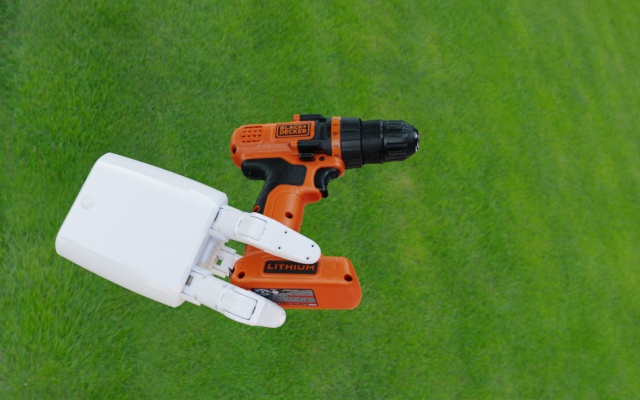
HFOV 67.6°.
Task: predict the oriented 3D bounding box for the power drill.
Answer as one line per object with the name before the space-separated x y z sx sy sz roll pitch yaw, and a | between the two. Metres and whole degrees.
power drill | 0.000 0.002 0.431 0.184 0.187 0.057 -3 -36 9
